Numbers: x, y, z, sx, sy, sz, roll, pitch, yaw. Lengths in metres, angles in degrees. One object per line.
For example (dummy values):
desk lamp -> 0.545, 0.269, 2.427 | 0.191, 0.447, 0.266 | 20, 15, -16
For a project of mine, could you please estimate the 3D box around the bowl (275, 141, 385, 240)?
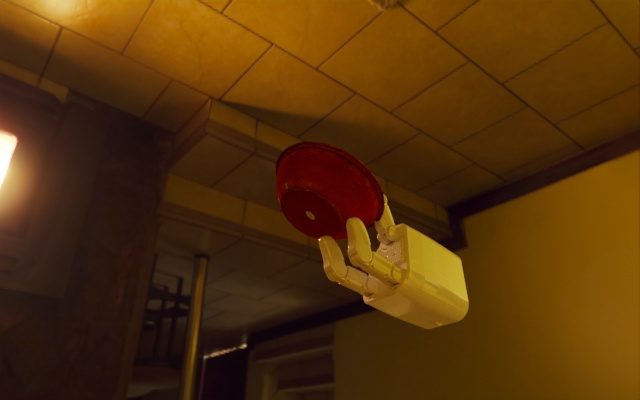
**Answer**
bowl -> -0.001, 0.002, 0.632 | 0.162, 0.162, 0.055 | 0, 42, 35
